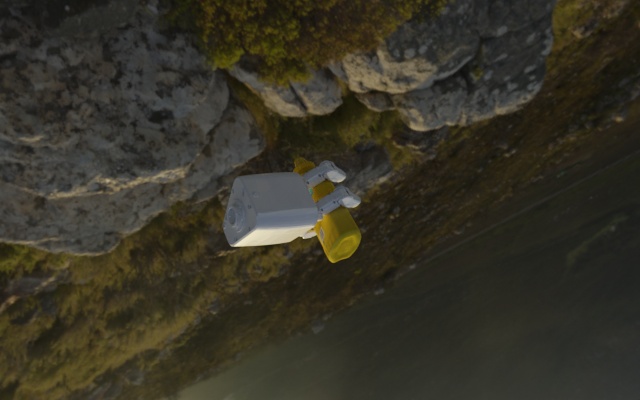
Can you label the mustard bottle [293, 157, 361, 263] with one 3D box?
[{"bbox_3d":[0.001,0.003,0.802,0.058,0.191,0.096,-19,-30,-17],"label":"mustard bottle"}]
